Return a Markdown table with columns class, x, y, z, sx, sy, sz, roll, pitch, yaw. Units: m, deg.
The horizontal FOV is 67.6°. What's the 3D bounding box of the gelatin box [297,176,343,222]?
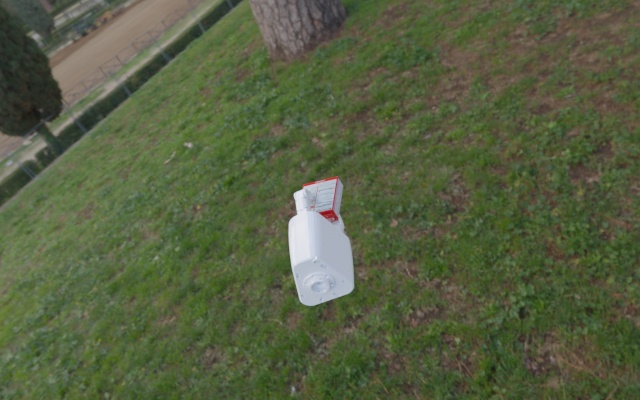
| class | x | y | z | sx | sy | sz | roll | pitch | yaw |
| --- | --- | --- | --- | --- | --- | --- | --- | --- | --- |
| gelatin box | 0.000 | 0.002 | 0.875 | 0.073 | 0.089 | 0.030 | -13 | -46 | 23 |
